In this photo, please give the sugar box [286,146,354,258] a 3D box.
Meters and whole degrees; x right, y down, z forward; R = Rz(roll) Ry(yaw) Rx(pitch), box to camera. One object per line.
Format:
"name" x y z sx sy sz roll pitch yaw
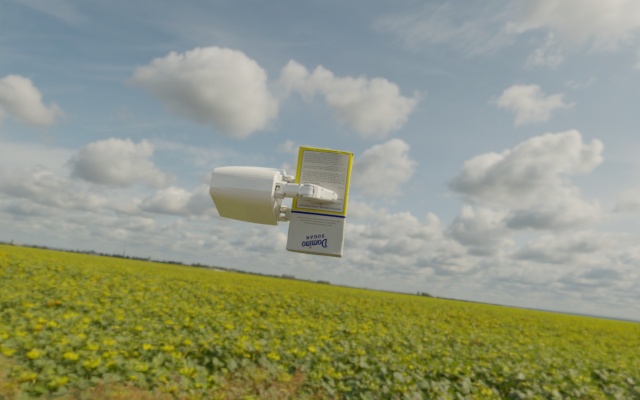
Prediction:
"sugar box" 0.000 0.003 0.799 0.093 0.176 0.048 7 -9 4
